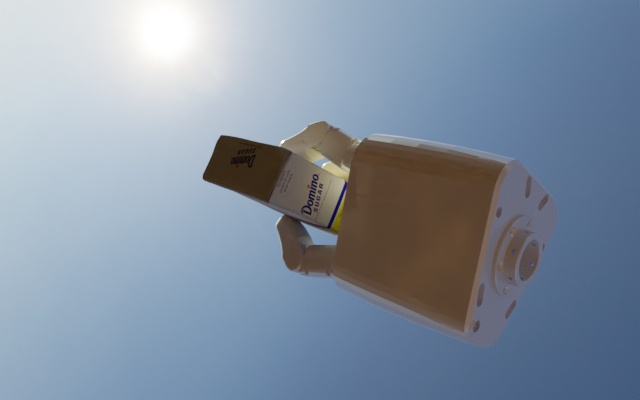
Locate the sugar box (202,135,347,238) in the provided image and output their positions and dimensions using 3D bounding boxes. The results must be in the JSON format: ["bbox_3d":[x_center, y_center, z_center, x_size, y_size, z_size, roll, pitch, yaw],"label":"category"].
[{"bbox_3d":[0.000,0.001,0.403,0.093,0.048,0.176,17,-8,46],"label":"sugar box"}]
